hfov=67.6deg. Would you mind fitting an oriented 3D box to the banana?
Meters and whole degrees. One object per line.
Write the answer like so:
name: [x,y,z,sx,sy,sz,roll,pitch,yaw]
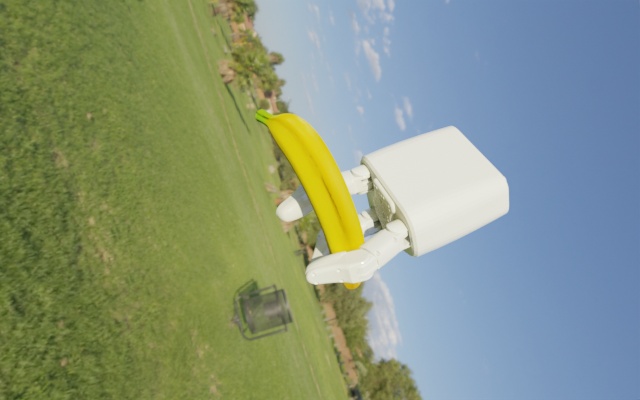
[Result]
banana: [0.004,-0.001,0.438,0.037,0.198,0.069,-29,11,-15]
